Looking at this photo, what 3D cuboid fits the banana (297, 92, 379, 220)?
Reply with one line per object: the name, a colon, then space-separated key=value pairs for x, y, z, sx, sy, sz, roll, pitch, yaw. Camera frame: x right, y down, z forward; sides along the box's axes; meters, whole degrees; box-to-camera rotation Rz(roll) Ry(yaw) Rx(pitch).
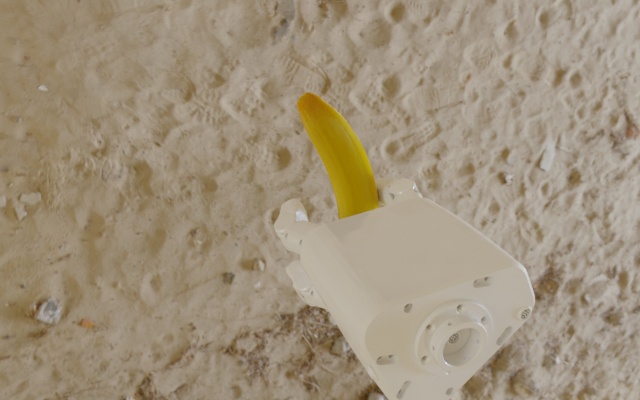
banana: x=0.019 y=0.003 z=0.424 sx=0.069 sy=0.198 sz=0.037 roll=-5 pitch=22 yaw=-8
